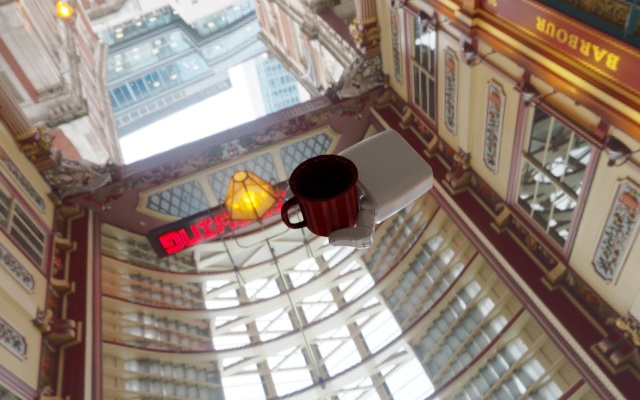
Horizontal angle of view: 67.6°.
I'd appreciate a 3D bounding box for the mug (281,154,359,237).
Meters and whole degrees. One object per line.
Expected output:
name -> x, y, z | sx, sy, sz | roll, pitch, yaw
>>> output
mug -> -0.001, 0.003, 0.656 | 0.117, 0.082, 0.093 | -29, 46, -16
